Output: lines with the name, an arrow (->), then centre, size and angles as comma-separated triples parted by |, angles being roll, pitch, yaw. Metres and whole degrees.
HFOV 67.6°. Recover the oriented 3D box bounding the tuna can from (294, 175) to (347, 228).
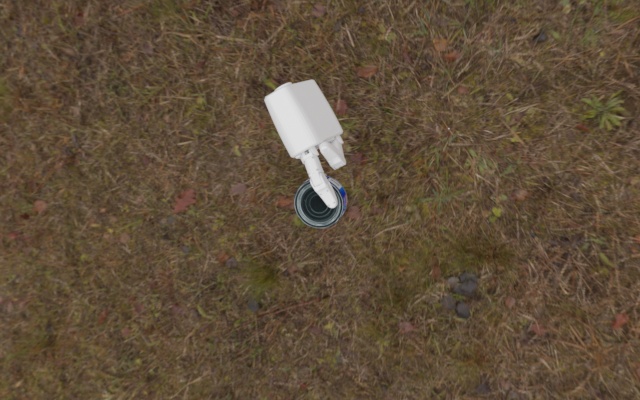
tuna can -> 0.000, 0.003, 0.796 | 0.086, 0.086, 0.033 | 0, 13, 13
